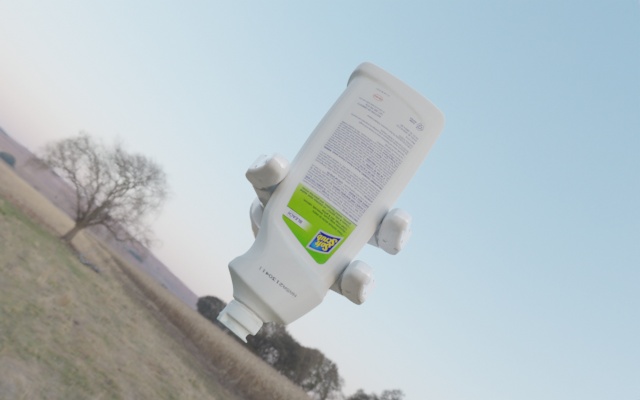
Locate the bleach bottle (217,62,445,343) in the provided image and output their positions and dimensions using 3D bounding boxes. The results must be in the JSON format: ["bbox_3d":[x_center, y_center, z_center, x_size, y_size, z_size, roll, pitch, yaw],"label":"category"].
[{"bbox_3d":[0.000,0.001,0.401,0.102,0.250,0.068,36,-20,8],"label":"bleach bottle"}]
